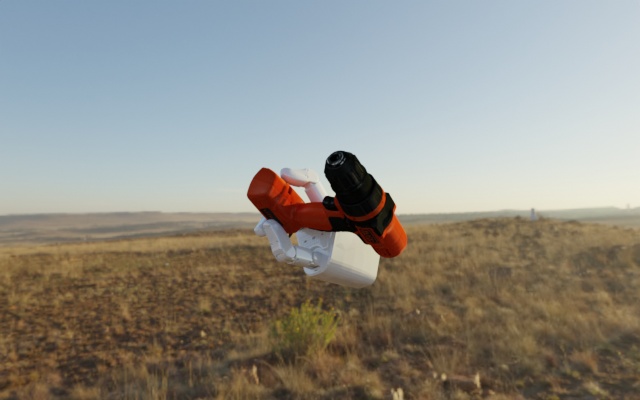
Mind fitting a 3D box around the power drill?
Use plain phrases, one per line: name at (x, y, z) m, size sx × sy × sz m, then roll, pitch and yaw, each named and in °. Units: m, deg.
power drill at (0.000, 0.002, 0.594) m, size 0.187 × 0.057 × 0.184 m, roll 8°, pitch -32°, yaw 37°
